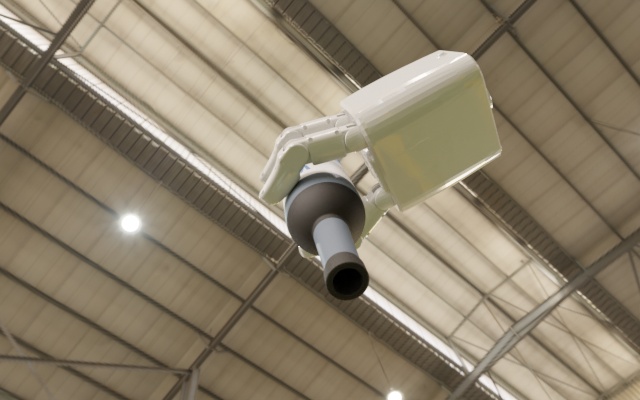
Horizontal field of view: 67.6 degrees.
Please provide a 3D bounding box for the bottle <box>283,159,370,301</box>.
[{"bbox_3d":[0.000,0.001,0.430,0.069,0.069,0.295,0,19,-7],"label":"bottle"}]
